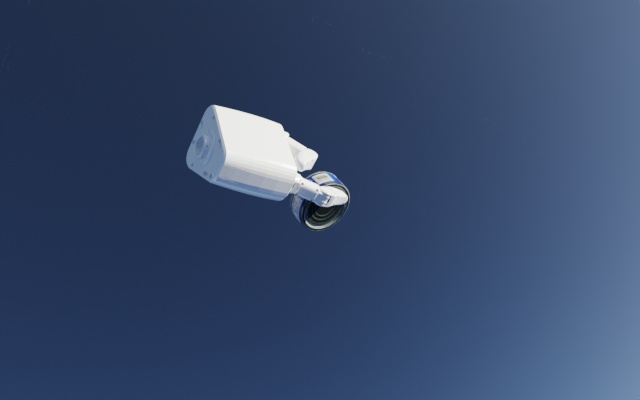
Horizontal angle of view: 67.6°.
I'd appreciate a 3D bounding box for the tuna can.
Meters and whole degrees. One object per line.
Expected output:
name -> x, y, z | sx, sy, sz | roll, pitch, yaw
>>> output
tuna can -> 0.000, 0.003, 0.704 | 0.086, 0.086, 0.033 | 0, 32, -36
